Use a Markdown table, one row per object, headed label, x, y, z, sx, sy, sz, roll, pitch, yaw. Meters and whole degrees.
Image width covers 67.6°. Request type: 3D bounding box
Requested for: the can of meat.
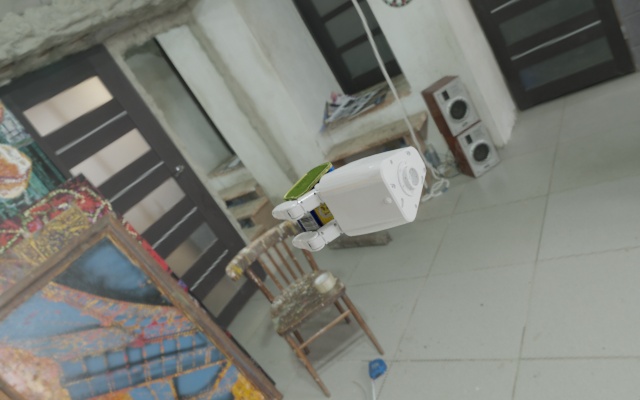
| label | x | y | z | sx | sy | sz | roll | pitch | yaw |
| --- | --- | --- | --- | --- | --- | --- | --- | --- | --- |
| can of meat | 0.000 | 0.002 | 0.732 | 0.057 | 0.084 | 0.102 | -13 | 27 | 44 |
